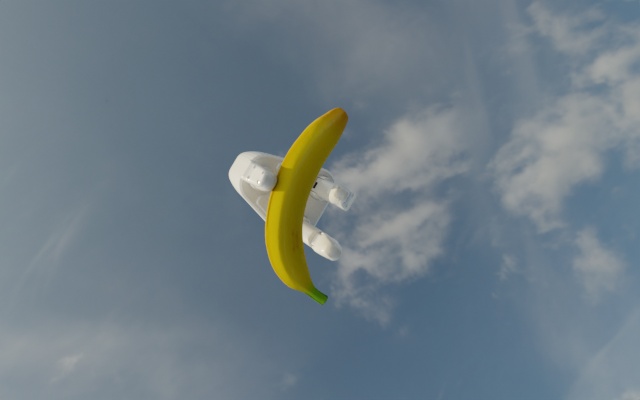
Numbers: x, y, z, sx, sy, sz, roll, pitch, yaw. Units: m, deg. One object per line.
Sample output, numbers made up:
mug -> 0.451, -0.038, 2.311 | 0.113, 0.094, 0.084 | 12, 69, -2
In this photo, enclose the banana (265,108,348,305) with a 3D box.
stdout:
banana -> -0.018, 0.003, 0.476 | 0.069, 0.198, 0.037 | 5, 7, -16
